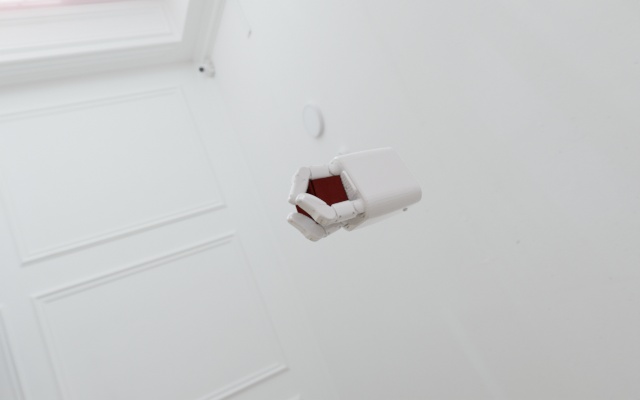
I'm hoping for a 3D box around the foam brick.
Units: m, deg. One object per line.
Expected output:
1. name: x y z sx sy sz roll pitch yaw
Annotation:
1. foam brick: 0.000 0.002 0.729 0.051 0.053 0.078 -12 -14 -27
